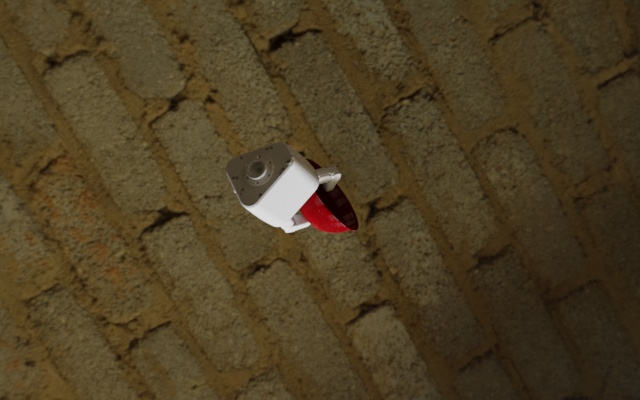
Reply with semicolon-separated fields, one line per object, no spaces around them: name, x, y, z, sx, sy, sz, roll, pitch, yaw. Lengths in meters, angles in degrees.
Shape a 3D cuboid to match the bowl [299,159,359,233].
bowl;0.001;0.004;0.875;0.055;0.162;0.162;-37;-13;17
